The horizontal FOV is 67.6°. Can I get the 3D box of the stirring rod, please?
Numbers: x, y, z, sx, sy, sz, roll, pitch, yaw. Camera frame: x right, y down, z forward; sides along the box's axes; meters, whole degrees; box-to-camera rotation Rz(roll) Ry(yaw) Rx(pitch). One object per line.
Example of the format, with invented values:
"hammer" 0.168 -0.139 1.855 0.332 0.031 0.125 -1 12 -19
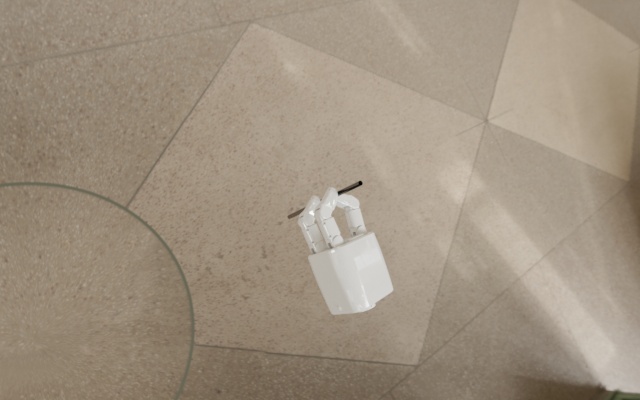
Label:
"stirring rod" 0.000 0.003 0.819 0.011 0.011 0.239 0 -14 -31
